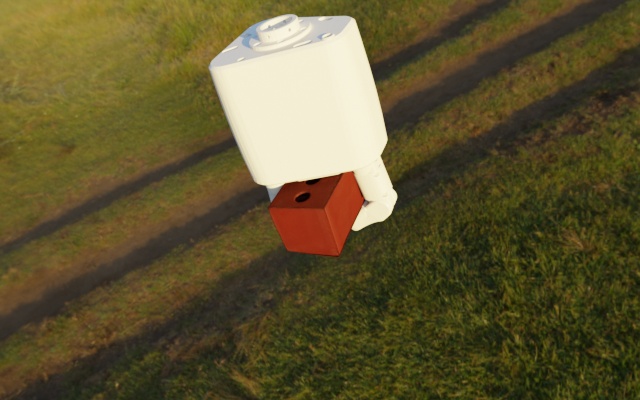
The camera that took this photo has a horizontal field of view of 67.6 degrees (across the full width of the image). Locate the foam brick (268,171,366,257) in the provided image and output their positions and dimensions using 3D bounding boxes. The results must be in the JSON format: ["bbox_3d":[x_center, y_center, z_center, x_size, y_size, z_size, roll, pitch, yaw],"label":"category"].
[{"bbox_3d":[0.000,0.002,0.408,0.053,0.051,0.078,2,42,26],"label":"foam brick"}]
